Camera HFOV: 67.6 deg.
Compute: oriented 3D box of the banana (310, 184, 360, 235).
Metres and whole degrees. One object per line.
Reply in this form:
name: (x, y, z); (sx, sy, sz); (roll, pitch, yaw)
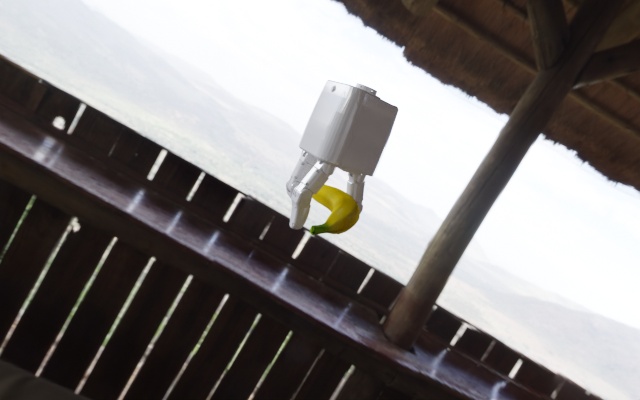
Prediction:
banana: (0.018, 0.007, 0.677); (0.069, 0.037, 0.197); (12, 14, -6)
